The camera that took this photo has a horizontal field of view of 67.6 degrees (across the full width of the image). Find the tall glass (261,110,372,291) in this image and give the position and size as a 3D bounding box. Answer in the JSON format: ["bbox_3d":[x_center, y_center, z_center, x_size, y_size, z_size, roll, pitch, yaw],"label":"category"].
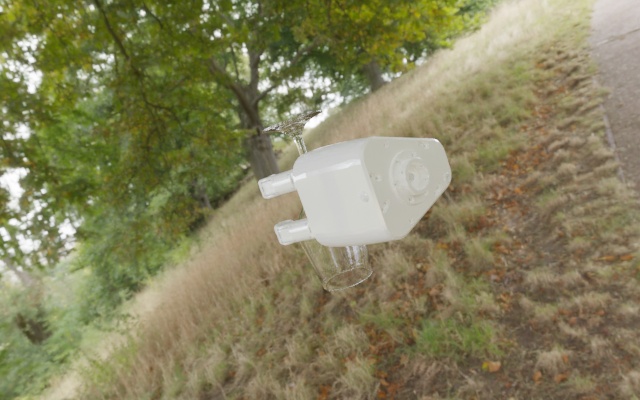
[{"bbox_3d":[0.000,0.001,0.560,0.079,0.201,0.079,-19,7,2],"label":"tall glass"}]
